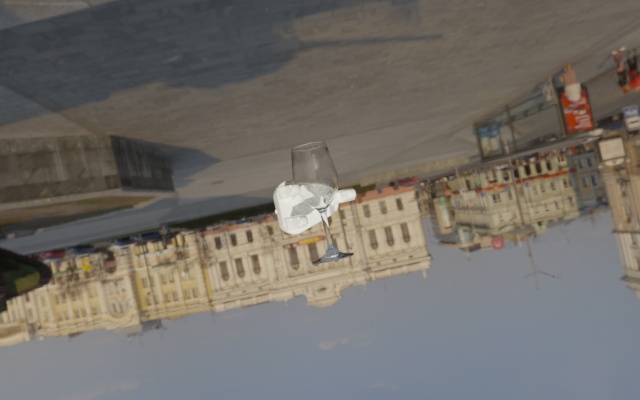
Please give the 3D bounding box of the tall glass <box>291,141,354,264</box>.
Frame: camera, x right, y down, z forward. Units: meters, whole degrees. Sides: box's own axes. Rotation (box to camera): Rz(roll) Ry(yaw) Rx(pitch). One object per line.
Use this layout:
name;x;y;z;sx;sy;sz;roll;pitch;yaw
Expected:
tall glass;0.000;0.003;0.823;0.079;0.201;0.079;-12;-1;0
